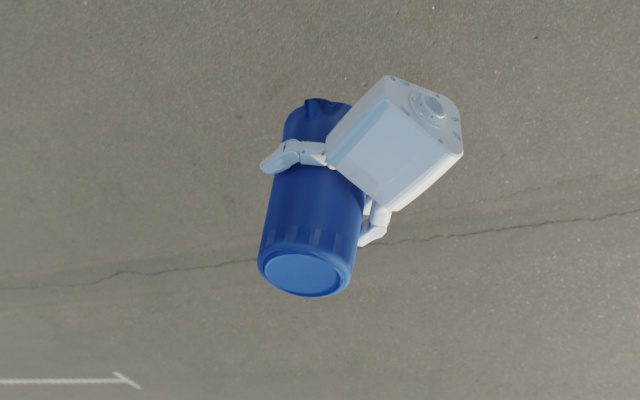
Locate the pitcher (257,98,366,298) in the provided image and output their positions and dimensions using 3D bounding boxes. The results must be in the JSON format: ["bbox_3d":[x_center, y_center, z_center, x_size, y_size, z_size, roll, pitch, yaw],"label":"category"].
[{"bbox_3d":[0.000,0.002,0.615,0.149,0.242,0.145,27,-43,-18],"label":"pitcher"}]
